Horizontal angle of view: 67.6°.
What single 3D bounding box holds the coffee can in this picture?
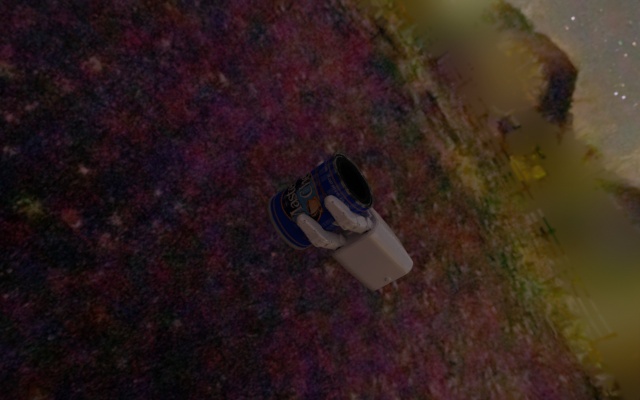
[{"bbox_3d":[0.000,0.002,0.770,0.140,0.102,0.103,-33,-15,24],"label":"coffee can"}]
